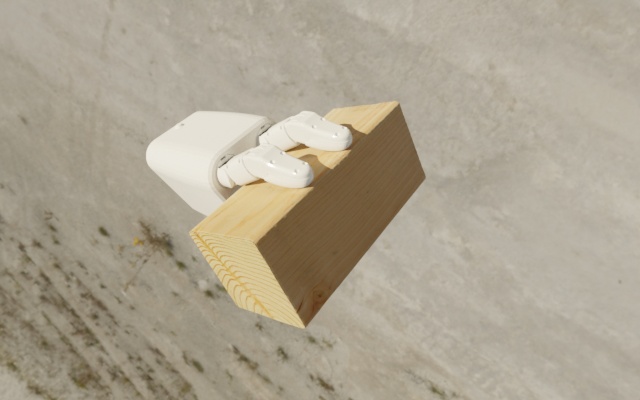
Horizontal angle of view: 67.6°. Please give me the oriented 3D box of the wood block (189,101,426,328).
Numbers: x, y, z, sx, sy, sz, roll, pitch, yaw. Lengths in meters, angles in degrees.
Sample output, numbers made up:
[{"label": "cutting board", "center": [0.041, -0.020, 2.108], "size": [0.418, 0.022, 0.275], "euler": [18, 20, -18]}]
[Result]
[{"label": "wood block", "center": [0.000, 0.002, 0.435], "size": [0.090, 0.091, 0.206], "euler": [3, 39, 44]}]
